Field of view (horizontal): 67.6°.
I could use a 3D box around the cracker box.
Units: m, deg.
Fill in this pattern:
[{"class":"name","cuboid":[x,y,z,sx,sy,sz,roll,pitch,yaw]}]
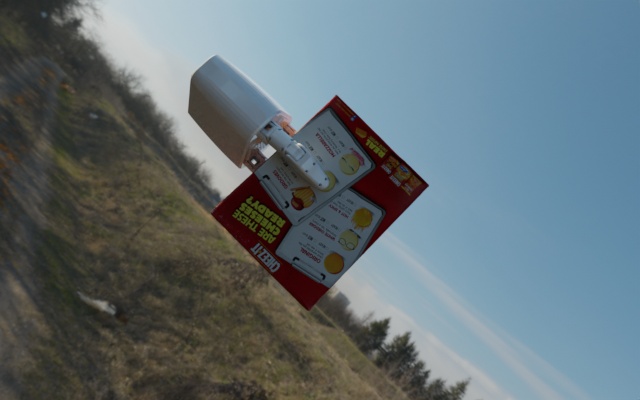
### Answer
[{"class":"cracker box","cuboid":[0.000,0.002,0.598,0.213,0.164,0.072,-45,-3,-10]}]
